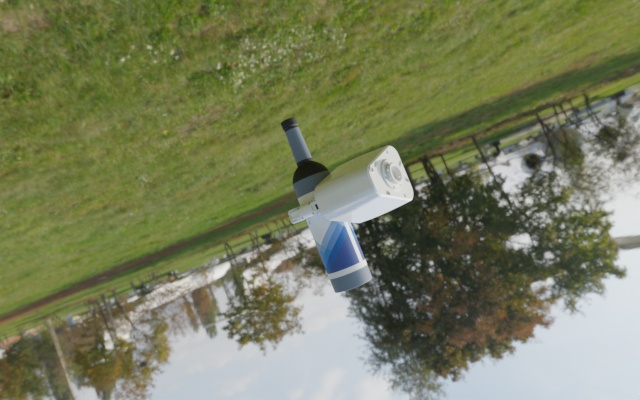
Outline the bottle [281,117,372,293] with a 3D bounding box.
[{"bbox_3d":[0.000,0.003,0.791,0.069,0.295,0.069,-22,-3,-1],"label":"bottle"}]
